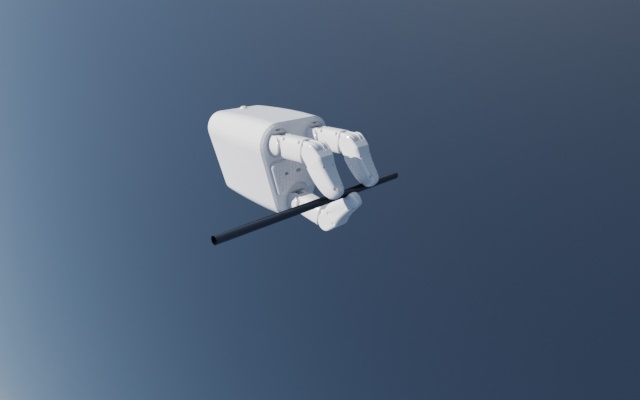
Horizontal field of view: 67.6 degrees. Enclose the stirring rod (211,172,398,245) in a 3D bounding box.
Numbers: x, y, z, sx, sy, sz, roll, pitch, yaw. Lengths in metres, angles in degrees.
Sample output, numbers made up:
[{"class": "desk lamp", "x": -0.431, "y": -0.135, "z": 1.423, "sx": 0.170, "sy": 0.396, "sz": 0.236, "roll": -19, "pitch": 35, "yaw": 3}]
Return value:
[{"class": "stirring rod", "x": 0.000, "y": 0.001, "z": 0.456, "sx": 0.239, "sy": 0.011, "sz": 0.011, "roll": -20, "pitch": 13, "yaw": -42}]
